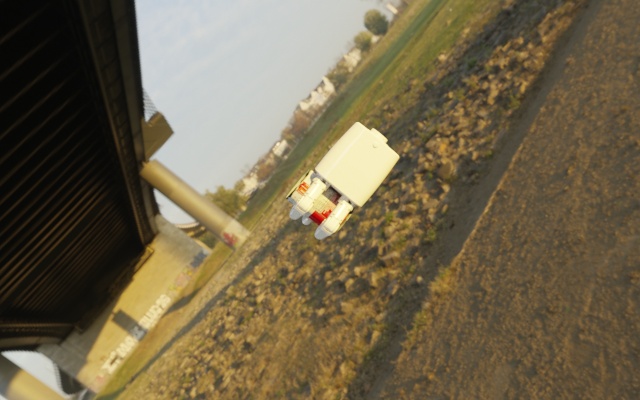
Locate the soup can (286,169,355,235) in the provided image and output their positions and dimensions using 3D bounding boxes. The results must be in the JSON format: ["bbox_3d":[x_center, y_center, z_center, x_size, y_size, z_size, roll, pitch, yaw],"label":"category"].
[{"bbox_3d":[0.000,0.003,0.822,0.102,0.068,0.068,39,-5,-6],"label":"soup can"}]
